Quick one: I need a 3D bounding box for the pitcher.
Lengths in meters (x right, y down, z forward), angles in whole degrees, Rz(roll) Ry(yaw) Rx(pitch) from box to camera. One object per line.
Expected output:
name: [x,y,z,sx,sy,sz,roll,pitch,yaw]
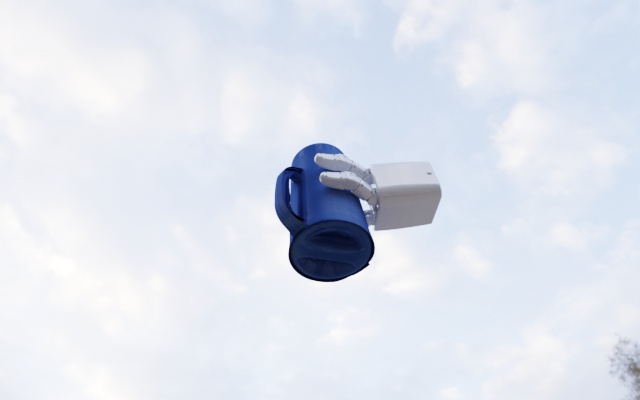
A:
pitcher: [0.000,0.003,0.804,0.145,0.149,0.242,-5,40,-2]
